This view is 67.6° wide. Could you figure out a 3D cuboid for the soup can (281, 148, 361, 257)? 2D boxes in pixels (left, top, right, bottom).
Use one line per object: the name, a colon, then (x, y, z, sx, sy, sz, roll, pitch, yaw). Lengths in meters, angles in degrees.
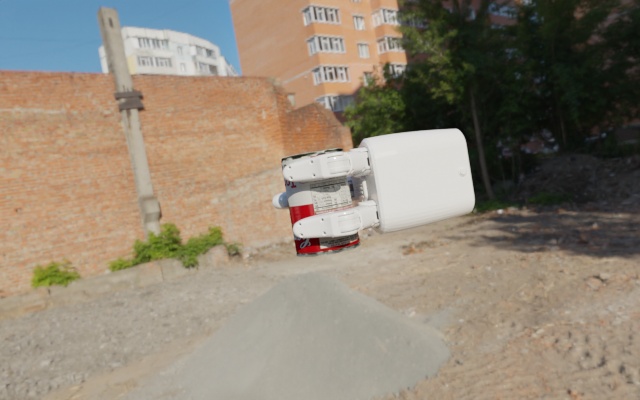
soup can: (0.000, 0.001, 0.495, 0.068, 0.102, 0.068, -10, 2, 0)
